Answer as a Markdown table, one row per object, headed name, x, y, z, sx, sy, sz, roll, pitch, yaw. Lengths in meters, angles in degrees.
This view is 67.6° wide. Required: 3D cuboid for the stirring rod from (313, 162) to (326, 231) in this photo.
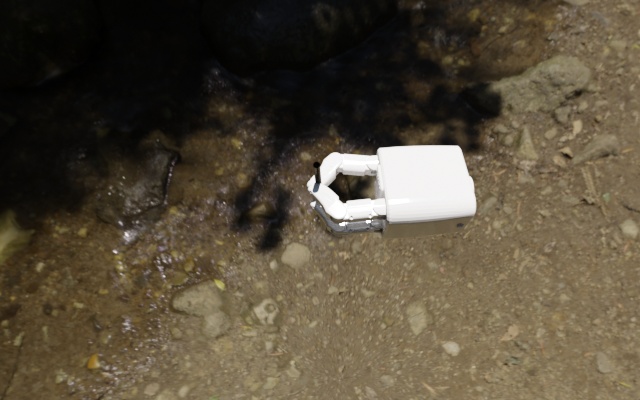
| name | x | y | z | sx | sy | sz | roll | pitch | yaw |
| --- | --- | --- | --- | --- | --- | --- | --- | --- | --- |
| stirring rod | 0.000 | 0.002 | 0.652 | 0.011 | 0.011 | 0.240 | 0 | -21 | 2 |
